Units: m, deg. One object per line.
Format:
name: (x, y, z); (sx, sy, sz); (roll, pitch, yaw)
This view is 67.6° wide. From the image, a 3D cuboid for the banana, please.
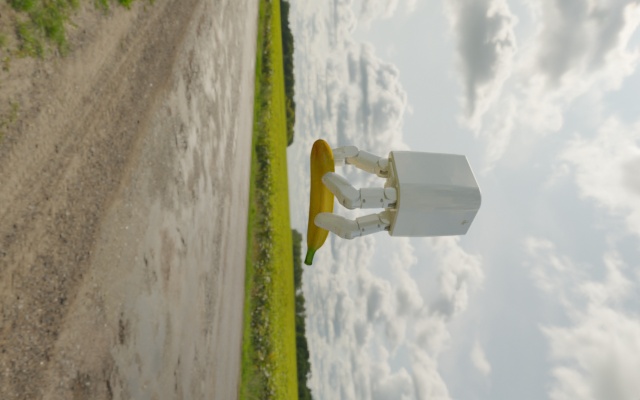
banana: (0.001, -0.004, 0.672); (0.037, 0.198, 0.069); (5, 30, 2)
